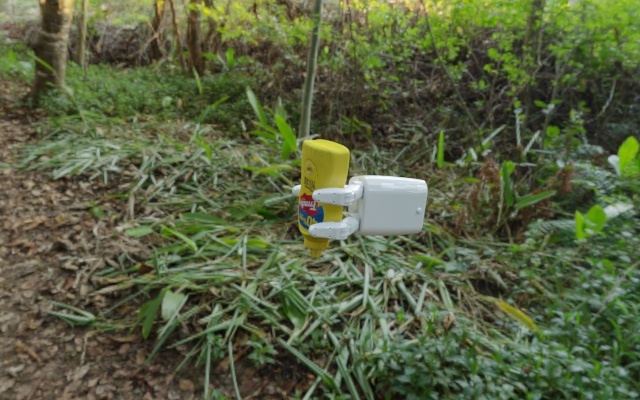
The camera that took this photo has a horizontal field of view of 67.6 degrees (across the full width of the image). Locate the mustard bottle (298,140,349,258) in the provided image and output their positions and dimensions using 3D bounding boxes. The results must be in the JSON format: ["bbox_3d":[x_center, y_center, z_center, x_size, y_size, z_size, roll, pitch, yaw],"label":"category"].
[{"bbox_3d":[0.000,0.002,0.776,0.058,0.192,0.096,-7,21,-33],"label":"mustard bottle"}]
